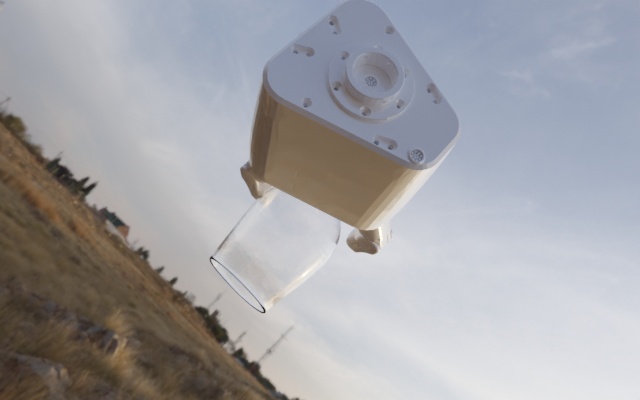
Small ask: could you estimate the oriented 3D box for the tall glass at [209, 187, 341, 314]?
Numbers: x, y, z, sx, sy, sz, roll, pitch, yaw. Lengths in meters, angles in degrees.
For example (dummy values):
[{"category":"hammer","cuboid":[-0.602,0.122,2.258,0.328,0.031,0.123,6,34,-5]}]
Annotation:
[{"category":"tall glass","cuboid":[0.001,0.001,0.409,0.201,0.079,0.079,-45,19,-21]}]
